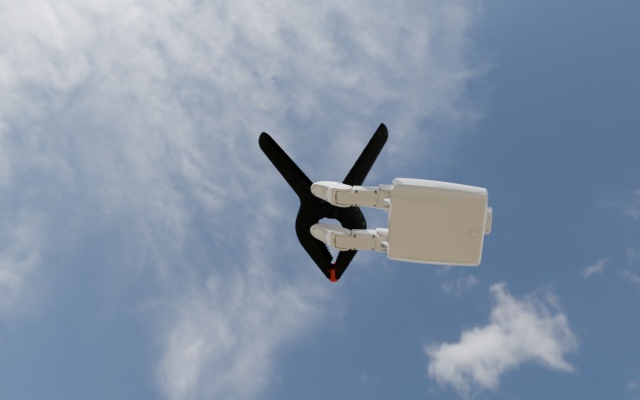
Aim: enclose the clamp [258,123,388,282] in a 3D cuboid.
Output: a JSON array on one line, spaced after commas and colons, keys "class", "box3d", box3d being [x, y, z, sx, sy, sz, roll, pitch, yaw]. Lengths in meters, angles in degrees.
[{"class": "clamp", "box3d": [0.001, 0.002, 0.617, 0.164, 0.210, 0.036, 5, 17, 14]}]
